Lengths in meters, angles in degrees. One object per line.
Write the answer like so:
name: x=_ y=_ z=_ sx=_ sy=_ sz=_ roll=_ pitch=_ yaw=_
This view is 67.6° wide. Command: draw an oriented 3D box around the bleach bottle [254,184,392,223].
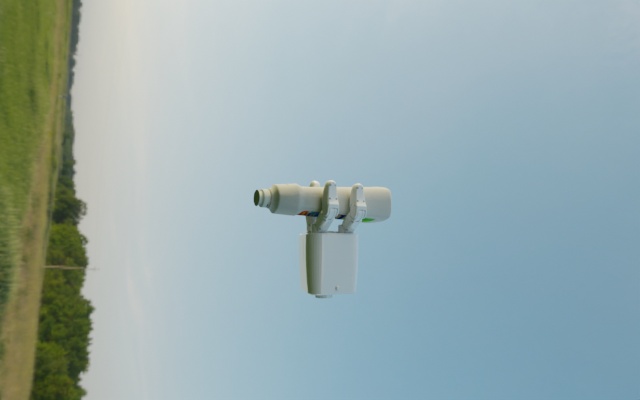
bleach bottle: x=0.000 y=0.003 z=0.855 sx=0.251 sy=0.068 sz=0.102 roll=3 pitch=-7 yaw=-28
